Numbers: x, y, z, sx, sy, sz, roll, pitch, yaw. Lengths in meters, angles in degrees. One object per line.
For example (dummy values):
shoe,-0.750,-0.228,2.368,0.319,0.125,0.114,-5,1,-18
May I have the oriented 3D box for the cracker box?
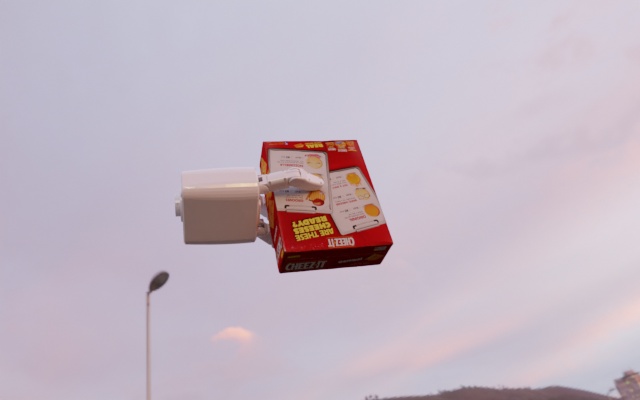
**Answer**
cracker box,0.000,0.002,0.748,0.164,0.213,0.072,-3,-37,-16
